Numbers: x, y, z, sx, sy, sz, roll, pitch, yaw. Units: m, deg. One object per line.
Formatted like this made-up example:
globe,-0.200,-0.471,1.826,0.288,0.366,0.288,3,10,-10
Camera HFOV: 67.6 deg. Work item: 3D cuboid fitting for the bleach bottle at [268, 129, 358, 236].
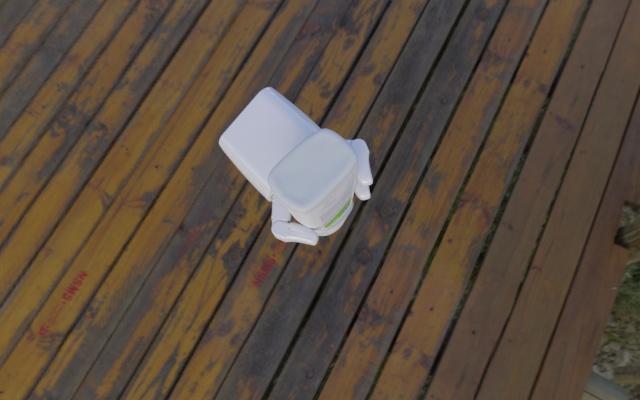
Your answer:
bleach bottle,0.000,0.002,0.630,0.068,0.102,0.251,44,-11,15
